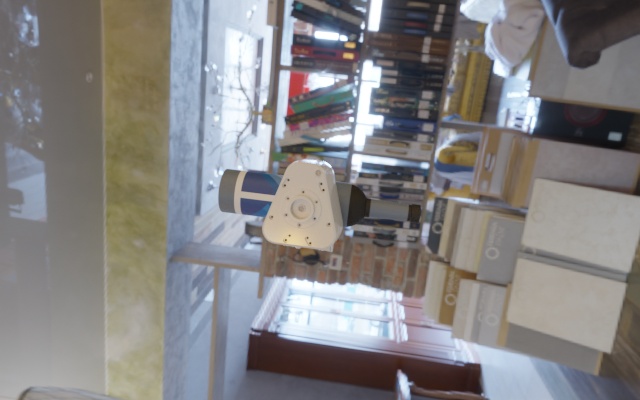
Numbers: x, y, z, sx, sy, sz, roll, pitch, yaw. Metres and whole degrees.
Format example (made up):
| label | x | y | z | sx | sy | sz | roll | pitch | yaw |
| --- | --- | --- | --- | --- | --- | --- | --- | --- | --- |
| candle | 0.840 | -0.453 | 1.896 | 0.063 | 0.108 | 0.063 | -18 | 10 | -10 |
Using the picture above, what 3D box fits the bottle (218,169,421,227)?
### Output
| label | x | y | z | sx | sy | sz | roll | pitch | yaw |
| --- | --- | --- | --- | --- | --- | --- | --- | --- | --- |
| bottle | 0.000 | 0.002 | 0.714 | 0.296 | 0.069 | 0.069 | 7 | 0 | 4 |
